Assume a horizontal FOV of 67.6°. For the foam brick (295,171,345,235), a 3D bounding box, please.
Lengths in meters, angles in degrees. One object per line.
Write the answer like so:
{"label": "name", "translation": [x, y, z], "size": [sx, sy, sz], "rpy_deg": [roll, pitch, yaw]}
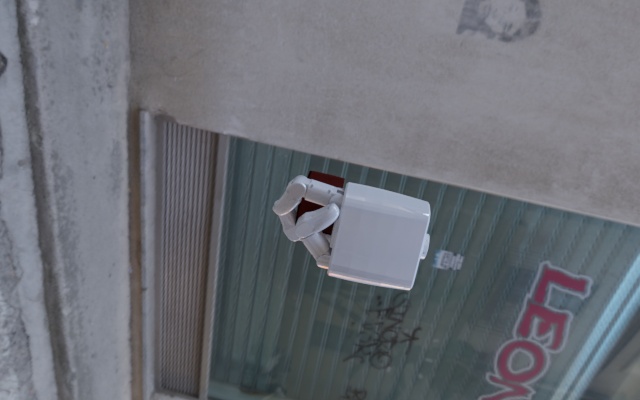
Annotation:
{"label": "foam brick", "translation": [0.000, 0.002, 0.645], "size": [0.051, 0.053, 0.078], "rpy_deg": [12, 28, 4]}
